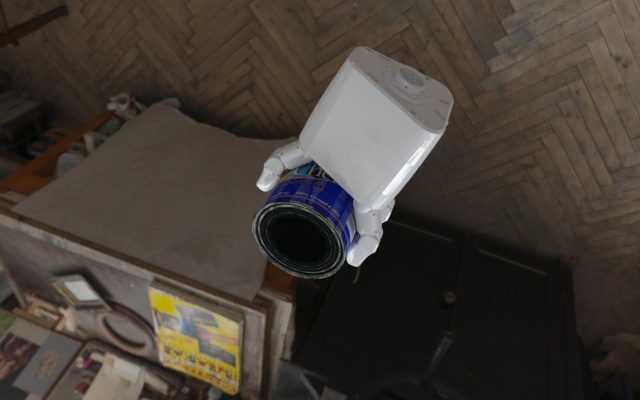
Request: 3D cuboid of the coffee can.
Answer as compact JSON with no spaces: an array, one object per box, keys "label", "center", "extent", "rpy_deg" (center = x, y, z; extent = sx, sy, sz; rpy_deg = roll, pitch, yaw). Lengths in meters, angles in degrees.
[{"label":"coffee can","center":[0.000,0.002,0.535],"extent":[0.103,0.103,0.140],"rpy_deg":[0,36,25]}]
